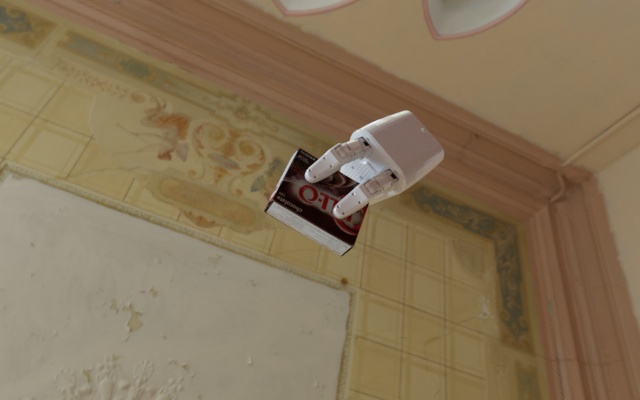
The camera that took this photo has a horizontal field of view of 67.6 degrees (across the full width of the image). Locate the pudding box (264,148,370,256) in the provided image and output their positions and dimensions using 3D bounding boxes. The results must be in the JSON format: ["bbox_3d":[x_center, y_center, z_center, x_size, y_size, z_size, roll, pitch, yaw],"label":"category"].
[{"bbox_3d":[0.000,0.002,0.581,0.113,0.090,0.039,29,-39,-7],"label":"pudding box"}]
